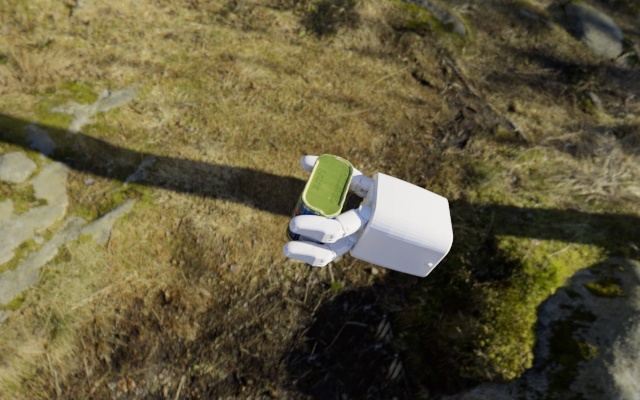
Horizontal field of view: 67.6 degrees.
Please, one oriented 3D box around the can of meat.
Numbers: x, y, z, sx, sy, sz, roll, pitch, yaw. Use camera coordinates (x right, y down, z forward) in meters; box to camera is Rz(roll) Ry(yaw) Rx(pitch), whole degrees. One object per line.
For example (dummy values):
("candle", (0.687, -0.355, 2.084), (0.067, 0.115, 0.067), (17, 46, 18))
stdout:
("can of meat", (0.000, 0.002, 0.618), (0.057, 0.102, 0.084), (22, -38, -2))
